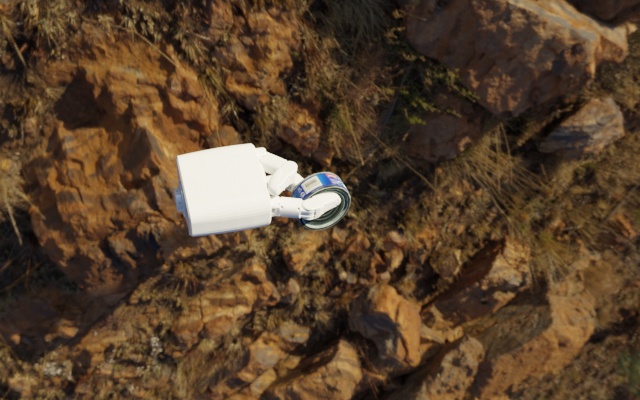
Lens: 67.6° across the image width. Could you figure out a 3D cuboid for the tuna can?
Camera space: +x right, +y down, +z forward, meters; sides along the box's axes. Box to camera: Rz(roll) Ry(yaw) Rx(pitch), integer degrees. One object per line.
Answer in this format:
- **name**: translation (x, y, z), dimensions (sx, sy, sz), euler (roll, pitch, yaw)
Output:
- **tuna can**: translation (0.000, 0.003, 0.695), dimensions (0.086, 0.086, 0.033), euler (0, 39, -31)
